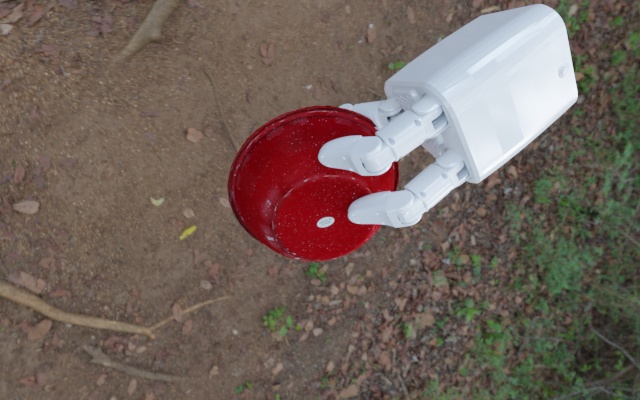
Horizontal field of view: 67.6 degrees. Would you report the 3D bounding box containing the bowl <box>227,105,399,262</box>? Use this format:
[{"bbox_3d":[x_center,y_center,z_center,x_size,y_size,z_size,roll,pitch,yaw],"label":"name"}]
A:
[{"bbox_3d":[-0.001,0.002,0.424,0.162,0.162,0.055,0,35,-13],"label":"bowl"}]
